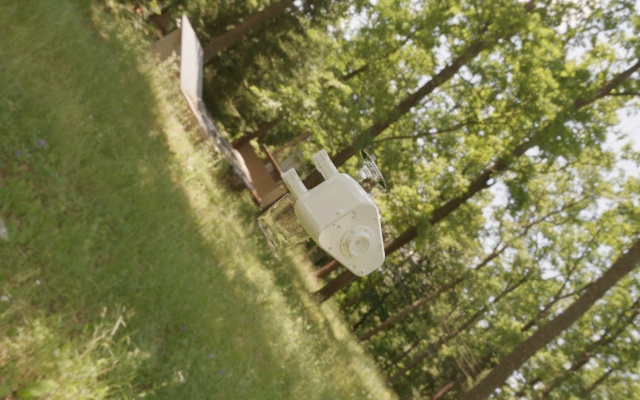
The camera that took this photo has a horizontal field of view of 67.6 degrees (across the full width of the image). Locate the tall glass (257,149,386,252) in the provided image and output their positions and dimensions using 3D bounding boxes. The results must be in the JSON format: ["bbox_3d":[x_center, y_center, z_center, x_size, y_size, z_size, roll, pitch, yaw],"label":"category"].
[{"bbox_3d":[0.001,0.002,0.758,0.201,0.079,0.079,-32,2,-3],"label":"tall glass"}]
